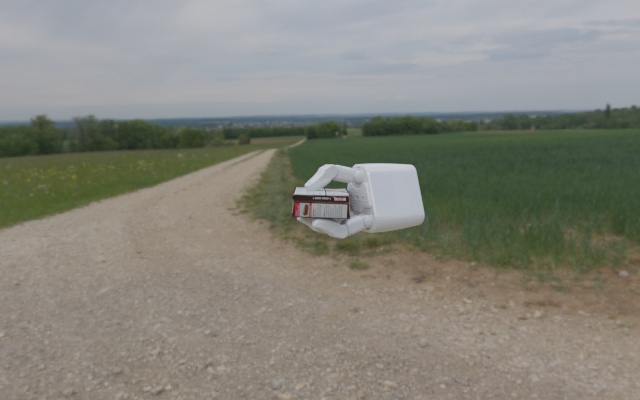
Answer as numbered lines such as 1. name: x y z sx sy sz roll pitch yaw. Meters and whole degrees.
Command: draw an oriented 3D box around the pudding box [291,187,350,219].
1. pudding box: 0.000 0.002 0.766 0.090 0.039 0.113 1 6 -1
